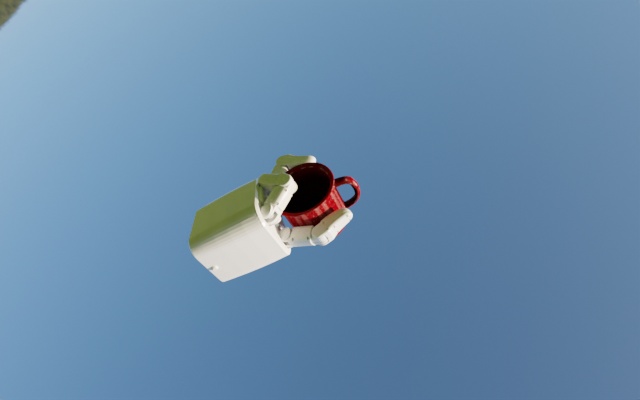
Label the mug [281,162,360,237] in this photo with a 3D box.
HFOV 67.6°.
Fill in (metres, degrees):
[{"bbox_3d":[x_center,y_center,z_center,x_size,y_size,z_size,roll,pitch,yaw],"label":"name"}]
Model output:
[{"bbox_3d":[0.001,0.002,0.672,0.117,0.093,0.081,-24,-43,8],"label":"mug"}]
